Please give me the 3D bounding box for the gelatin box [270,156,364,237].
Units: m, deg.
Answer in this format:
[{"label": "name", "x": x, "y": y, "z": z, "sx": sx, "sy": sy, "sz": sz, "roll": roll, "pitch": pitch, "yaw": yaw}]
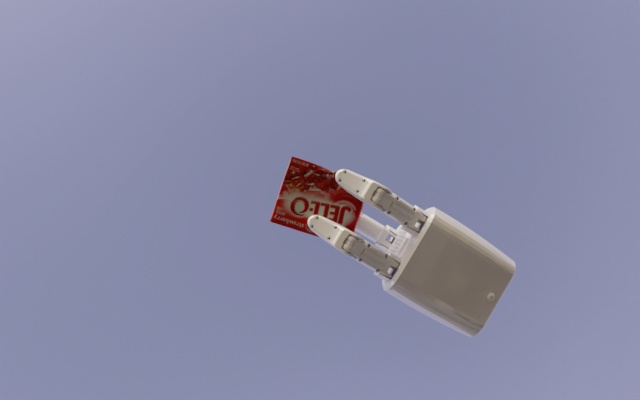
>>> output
[{"label": "gelatin box", "x": 0.000, "y": 0.002, "z": 0.508, "sx": 0.089, "sy": 0.073, "sz": 0.030, "roll": 18, "pitch": -3, "yaw": 2}]
